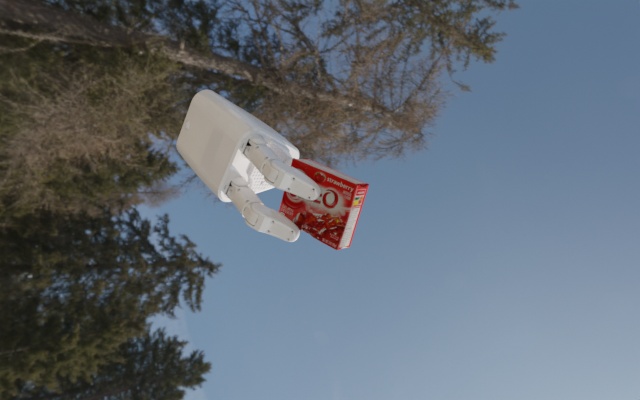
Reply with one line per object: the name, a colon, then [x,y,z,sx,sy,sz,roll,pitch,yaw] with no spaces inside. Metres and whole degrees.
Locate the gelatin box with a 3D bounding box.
gelatin box: [0.001,0.002,0.514,0.089,0.073,0.030,25,17,31]
